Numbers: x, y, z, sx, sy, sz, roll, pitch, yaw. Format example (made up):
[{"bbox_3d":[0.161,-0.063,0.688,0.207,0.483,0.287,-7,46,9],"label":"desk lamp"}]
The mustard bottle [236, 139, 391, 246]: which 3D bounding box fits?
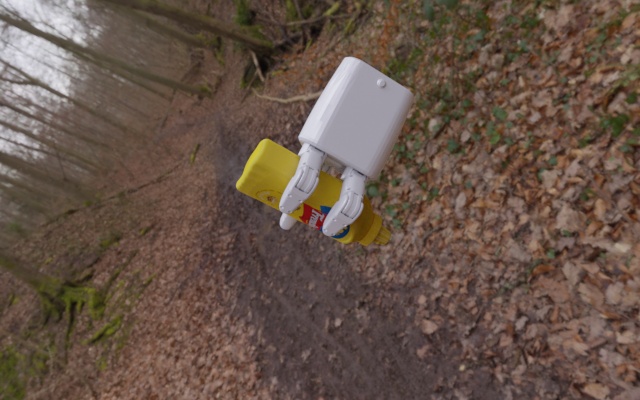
[{"bbox_3d":[0.000,0.002,0.564,0.191,0.058,0.096,28,-27,-13],"label":"mustard bottle"}]
